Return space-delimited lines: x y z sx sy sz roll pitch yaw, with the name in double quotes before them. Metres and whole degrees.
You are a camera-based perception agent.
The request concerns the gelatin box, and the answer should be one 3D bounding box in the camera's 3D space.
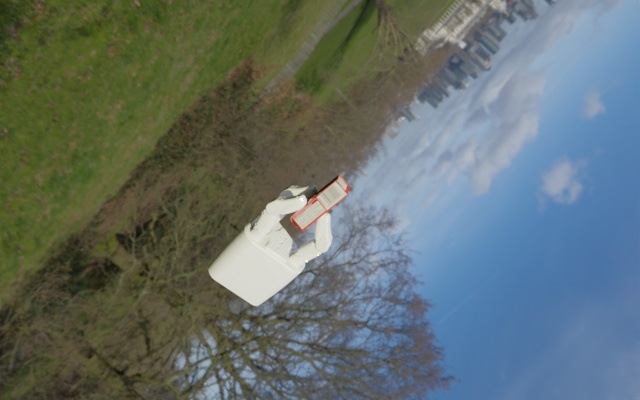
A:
"gelatin box" 0.001 0.002 0.712 0.089 0.030 0.073 -39 3 11
